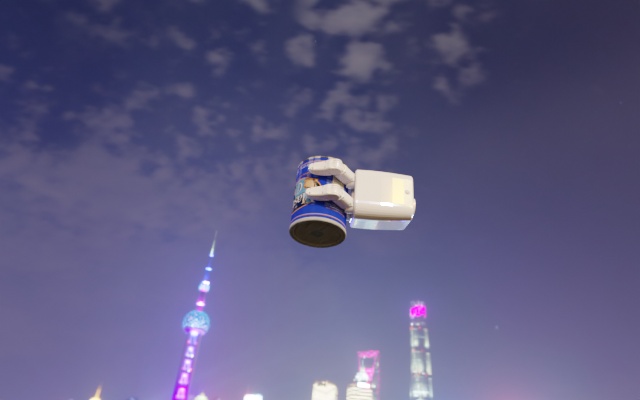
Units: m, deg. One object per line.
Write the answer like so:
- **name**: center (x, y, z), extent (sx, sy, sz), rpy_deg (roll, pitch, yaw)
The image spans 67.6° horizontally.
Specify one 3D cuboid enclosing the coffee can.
- **coffee can**: center (0.000, 0.003, 0.889), extent (0.103, 0.140, 0.103), rpy_deg (4, -33, 3)
